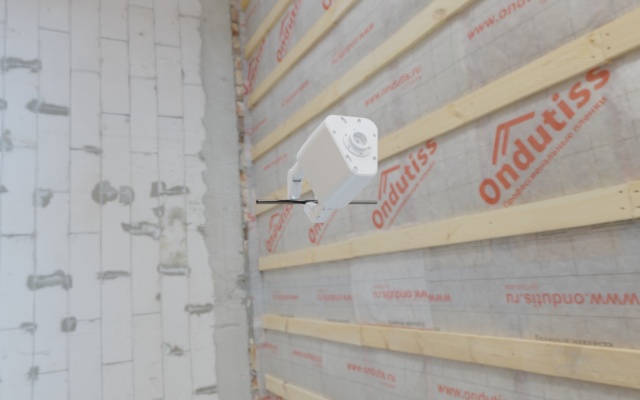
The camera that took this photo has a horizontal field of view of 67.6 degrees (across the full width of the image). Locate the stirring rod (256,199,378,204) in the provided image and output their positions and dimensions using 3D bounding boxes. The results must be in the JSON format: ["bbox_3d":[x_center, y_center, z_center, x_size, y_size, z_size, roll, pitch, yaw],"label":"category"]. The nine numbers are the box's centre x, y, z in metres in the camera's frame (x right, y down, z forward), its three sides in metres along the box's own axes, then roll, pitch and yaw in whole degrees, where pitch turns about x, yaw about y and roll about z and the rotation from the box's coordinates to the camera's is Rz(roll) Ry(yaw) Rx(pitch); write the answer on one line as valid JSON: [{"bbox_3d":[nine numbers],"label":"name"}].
[{"bbox_3d":[0.000,0.003,0.854,0.239,0.011,0.011,0,0,-28],"label":"stirring rod"}]
